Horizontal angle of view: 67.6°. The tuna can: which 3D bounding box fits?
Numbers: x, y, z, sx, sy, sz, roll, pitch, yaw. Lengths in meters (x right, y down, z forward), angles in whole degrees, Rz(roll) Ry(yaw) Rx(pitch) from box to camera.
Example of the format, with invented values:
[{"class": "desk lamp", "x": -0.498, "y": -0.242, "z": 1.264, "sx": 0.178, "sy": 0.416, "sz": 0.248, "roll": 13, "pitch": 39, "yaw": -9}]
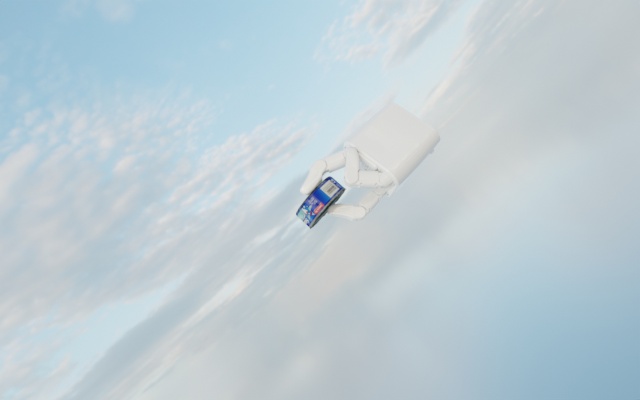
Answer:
[{"class": "tuna can", "x": 0.000, "y": 0.002, "z": 0.759, "sx": 0.034, "sy": 0.086, "sz": 0.086, "roll": 42, "pitch": 5, "yaw": 6}]
